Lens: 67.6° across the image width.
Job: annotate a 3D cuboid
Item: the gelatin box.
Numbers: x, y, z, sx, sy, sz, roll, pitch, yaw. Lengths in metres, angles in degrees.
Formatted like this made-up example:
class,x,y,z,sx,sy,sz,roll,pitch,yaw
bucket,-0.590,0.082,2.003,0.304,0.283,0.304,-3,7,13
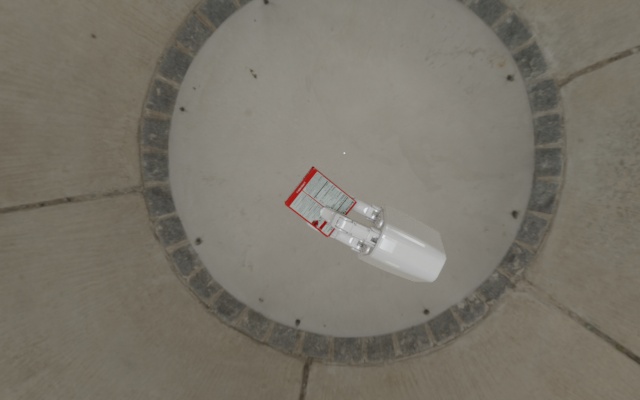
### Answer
class,x,y,z,sx,sy,sz,roll,pitch,yaw
gelatin box,0.000,0.002,0.744,0.089,0.073,0.030,38,4,-10
